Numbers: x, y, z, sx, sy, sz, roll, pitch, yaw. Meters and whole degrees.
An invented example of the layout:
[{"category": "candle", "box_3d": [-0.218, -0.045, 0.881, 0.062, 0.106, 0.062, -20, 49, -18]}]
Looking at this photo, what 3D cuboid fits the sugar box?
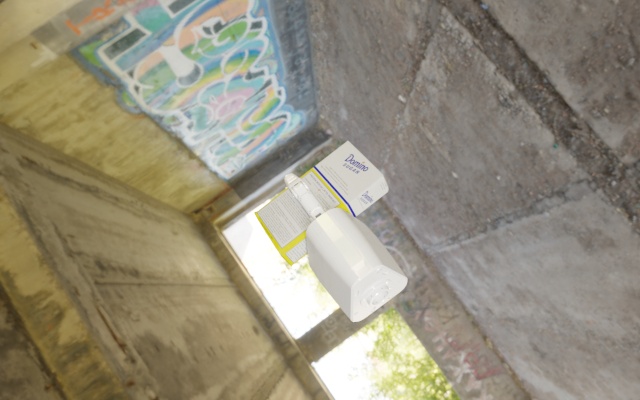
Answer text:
[{"category": "sugar box", "box_3d": [0.000, 0.003, 0.676, 0.176, 0.093, 0.048, -36, -38, -5]}]
